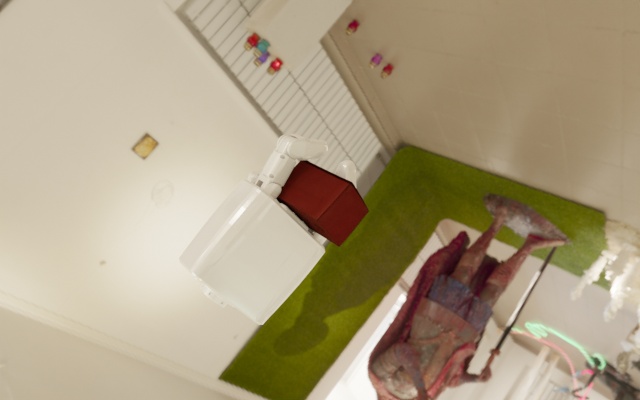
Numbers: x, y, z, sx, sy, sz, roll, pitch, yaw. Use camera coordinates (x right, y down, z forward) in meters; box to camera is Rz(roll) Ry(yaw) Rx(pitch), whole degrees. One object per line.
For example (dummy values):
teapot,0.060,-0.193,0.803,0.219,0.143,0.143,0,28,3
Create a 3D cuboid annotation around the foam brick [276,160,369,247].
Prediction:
foam brick,0.000,0.002,0.492,0.078,0.051,0.053,29,-17,43
